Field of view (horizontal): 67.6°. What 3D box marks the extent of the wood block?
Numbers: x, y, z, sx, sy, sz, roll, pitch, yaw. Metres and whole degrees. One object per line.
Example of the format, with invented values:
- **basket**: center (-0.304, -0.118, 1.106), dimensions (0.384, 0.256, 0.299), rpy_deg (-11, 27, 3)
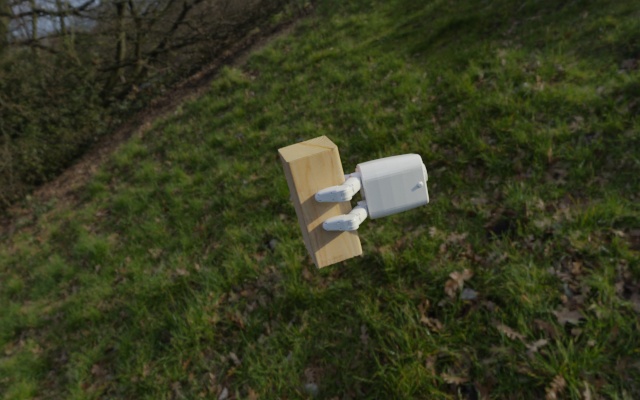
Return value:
- **wood block**: center (0.000, 0.002, 0.850), dimensions (0.090, 0.206, 0.090), rpy_deg (-18, 23, -8)
